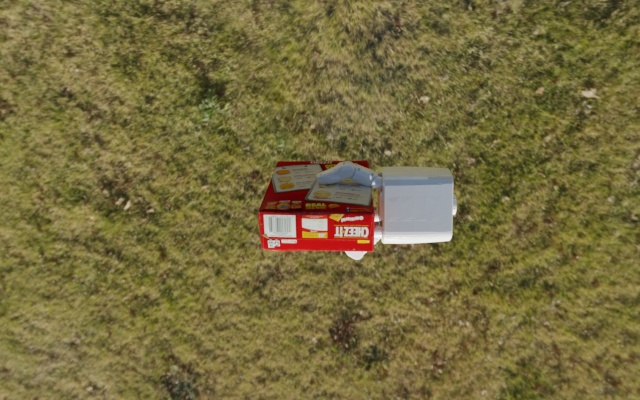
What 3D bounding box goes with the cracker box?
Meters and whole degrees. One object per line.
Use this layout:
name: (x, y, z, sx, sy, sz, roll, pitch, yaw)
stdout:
cracker box: (0.000, 0.002, 0.761, 0.164, 0.072, 0.213, 0, 24, 3)
